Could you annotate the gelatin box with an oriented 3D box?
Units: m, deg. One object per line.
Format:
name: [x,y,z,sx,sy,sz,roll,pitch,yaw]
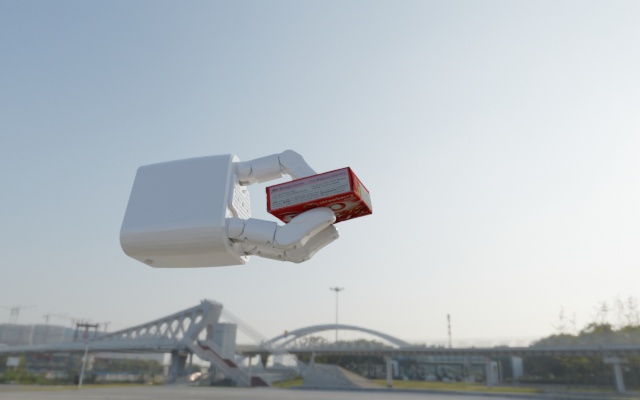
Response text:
gelatin box: [0.000,0.001,0.476,0.089,0.030,0.073,-14,-22,16]
